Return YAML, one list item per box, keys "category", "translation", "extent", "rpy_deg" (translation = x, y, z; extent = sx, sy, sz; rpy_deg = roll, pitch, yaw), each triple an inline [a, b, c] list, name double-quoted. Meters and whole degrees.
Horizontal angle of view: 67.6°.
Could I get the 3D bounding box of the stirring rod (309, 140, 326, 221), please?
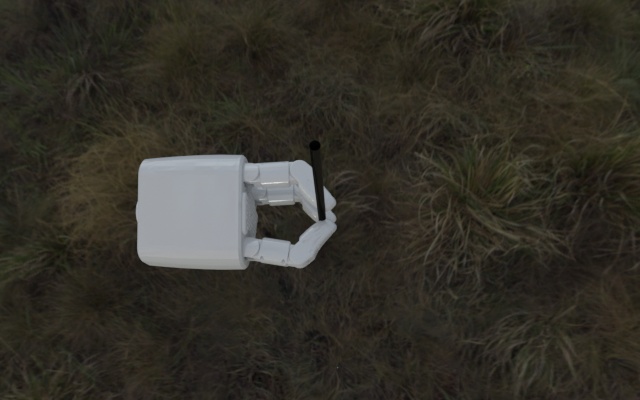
- category: "stirring rod"
  translation: [0.000, 0.002, 0.446]
  extent: [0.011, 0.011, 0.240]
  rpy_deg: [0, -19, 2]
